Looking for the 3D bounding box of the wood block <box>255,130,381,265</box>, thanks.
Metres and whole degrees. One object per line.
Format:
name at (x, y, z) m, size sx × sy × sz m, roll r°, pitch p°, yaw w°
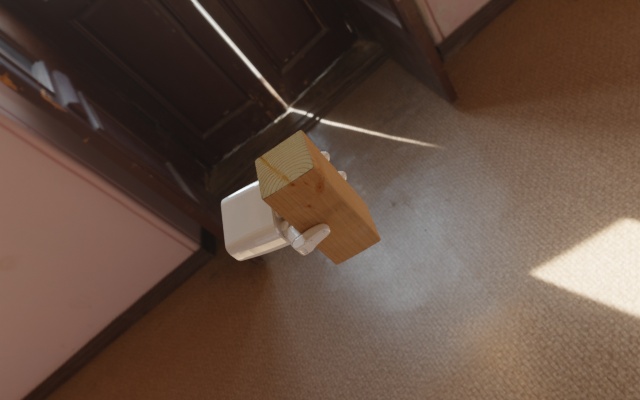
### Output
wood block at (0.000, 0.003, 0.745) m, size 0.090 × 0.090 × 0.206 m, roll -31°, pitch -46°, yaw 15°
